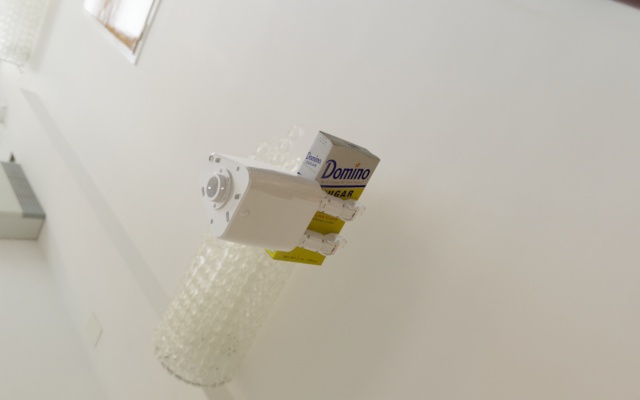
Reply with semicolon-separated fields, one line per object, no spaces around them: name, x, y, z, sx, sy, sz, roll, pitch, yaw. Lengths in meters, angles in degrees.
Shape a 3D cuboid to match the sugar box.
sugar box;0.000;0.002;0.644;0.093;0.176;0.048;13;24;-43
